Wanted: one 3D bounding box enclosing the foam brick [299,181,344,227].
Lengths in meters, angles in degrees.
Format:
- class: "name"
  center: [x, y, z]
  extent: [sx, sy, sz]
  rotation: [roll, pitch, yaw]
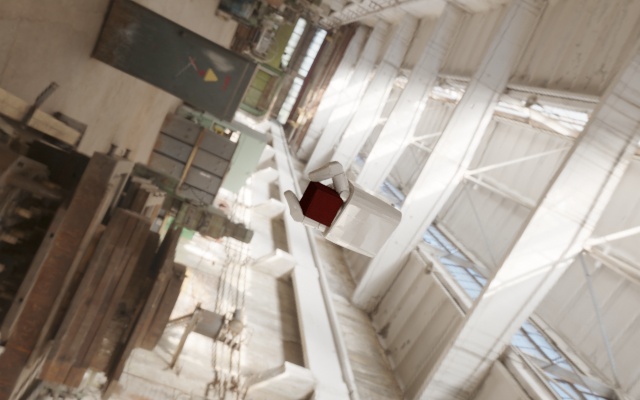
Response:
- class: "foam brick"
  center: [0.000, 0.003, 0.810]
  extent: [0.051, 0.053, 0.078]
  rotation: [27, 10, -14]
